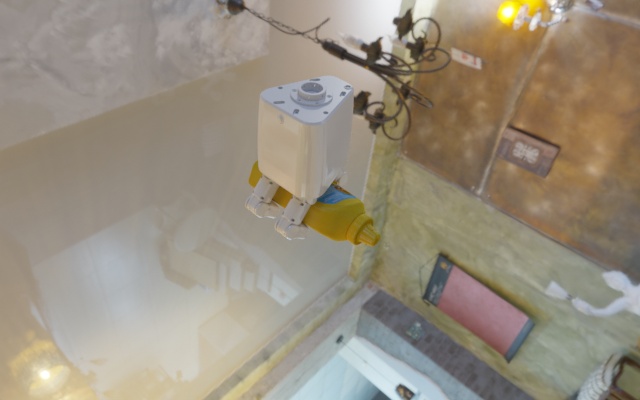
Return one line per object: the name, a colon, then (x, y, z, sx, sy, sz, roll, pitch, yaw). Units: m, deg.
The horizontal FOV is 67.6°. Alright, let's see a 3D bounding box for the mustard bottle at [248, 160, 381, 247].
mustard bottle: (0.000, 0.002, 0.636, 0.191, 0.058, 0.096, 34, 24, 28)
